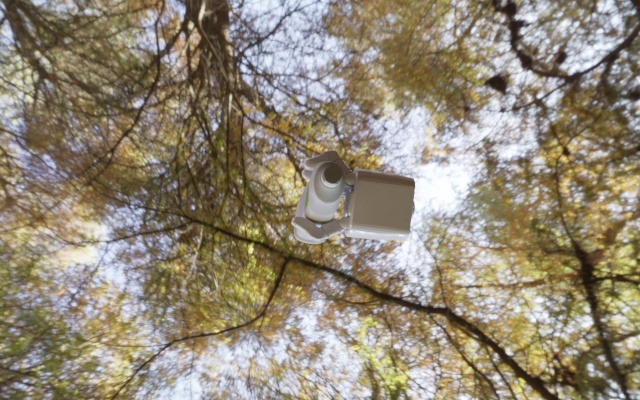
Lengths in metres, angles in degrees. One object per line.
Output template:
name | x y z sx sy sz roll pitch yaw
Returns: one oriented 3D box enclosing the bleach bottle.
bleach bottle | 0.000 0.003 0.822 0.068 0.102 0.251 7 -16 -6
